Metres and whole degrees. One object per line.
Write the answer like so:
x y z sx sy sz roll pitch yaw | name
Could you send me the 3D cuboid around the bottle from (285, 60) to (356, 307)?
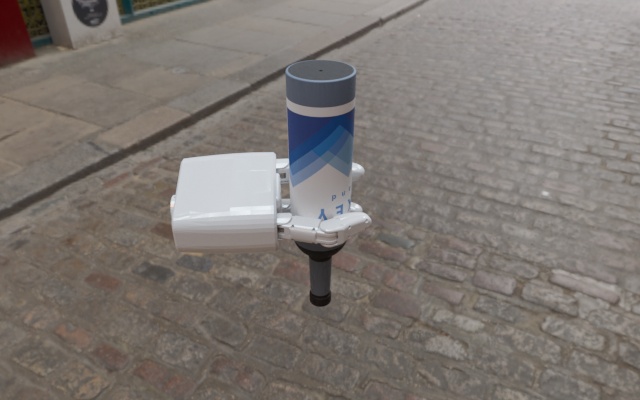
0.000 0.002 0.526 0.069 0.296 0.069 0 33 0 | bottle
